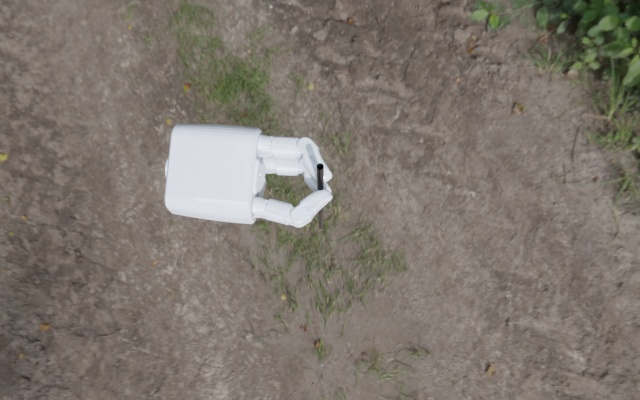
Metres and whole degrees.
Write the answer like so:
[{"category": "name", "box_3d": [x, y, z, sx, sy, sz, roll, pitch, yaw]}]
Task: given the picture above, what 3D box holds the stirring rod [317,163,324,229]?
[{"category": "stirring rod", "box_3d": [0.000, 0.002, 0.635, 0.011, 0.011, 0.240, 0, -19, 0]}]
